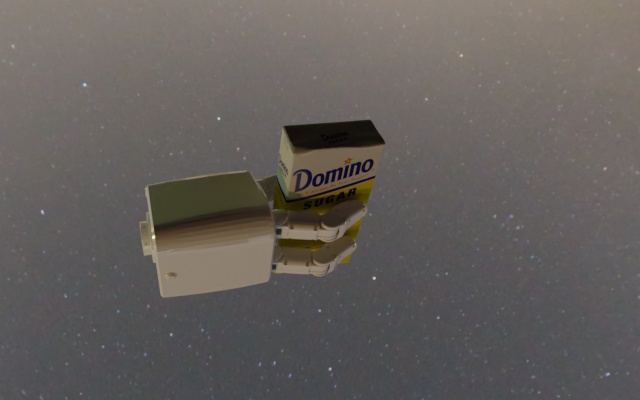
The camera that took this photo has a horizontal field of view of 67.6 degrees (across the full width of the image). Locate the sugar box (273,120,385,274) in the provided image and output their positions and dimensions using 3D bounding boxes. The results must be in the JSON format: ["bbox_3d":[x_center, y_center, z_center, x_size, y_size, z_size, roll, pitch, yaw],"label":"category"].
[{"bbox_3d":[0.000,0.002,0.497,0.093,0.048,0.176,-8,-41,-19],"label":"sugar box"}]
